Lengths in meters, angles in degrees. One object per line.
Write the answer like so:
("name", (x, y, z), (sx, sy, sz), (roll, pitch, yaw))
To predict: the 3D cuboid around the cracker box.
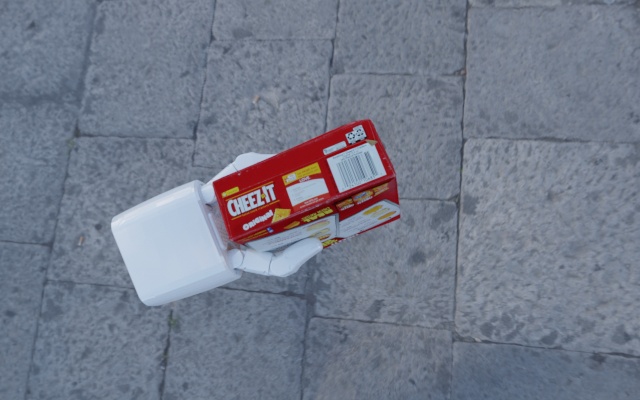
("cracker box", (0.000, 0.002, 0.534), (0.164, 0.072, 0.214), (-22, -15, 5))
